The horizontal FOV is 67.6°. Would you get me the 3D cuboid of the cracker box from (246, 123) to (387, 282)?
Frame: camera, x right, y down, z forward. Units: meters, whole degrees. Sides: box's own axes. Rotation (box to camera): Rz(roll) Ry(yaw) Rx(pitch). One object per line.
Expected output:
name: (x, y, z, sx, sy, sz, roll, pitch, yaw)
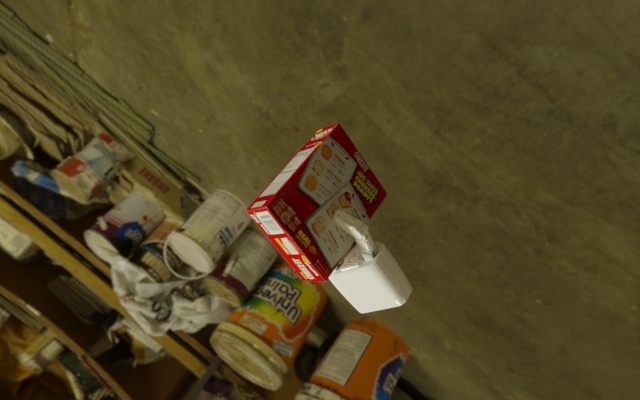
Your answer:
cracker box: (0.000, 0.003, 0.799, 0.072, 0.164, 0.213, -9, 35, 49)
